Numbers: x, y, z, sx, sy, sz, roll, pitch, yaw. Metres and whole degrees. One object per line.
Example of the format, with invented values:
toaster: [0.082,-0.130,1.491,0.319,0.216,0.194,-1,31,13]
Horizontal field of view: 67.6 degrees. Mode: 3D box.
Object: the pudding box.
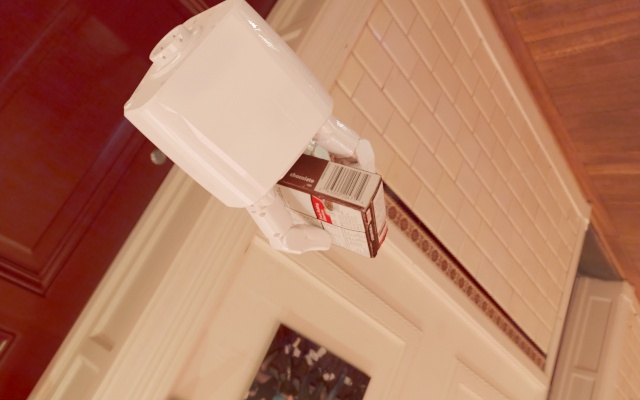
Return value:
pudding box: [0.000,0.001,0.424,0.113,0.039,0.090,20,-25,22]
